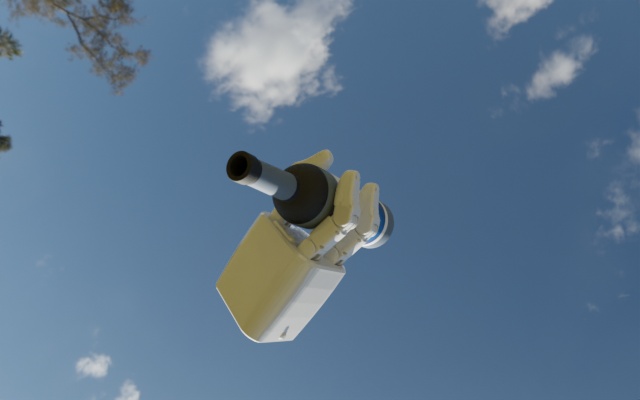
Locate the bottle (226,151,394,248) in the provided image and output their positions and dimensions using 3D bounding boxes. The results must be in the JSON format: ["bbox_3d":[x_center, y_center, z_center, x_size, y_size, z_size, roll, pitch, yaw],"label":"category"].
[{"bbox_3d":[0.000,0.002,0.530,0.069,0.069,0.296,0,-12,29],"label":"bottle"}]
